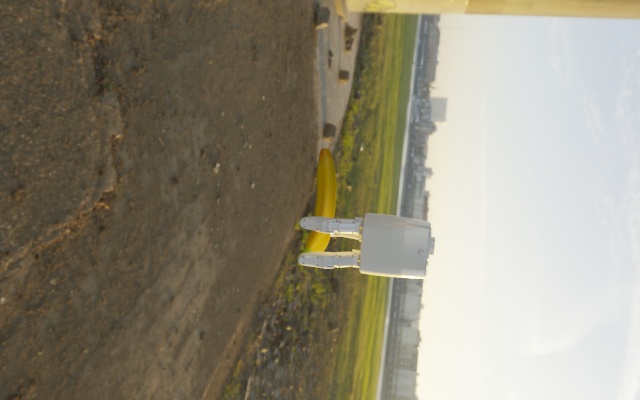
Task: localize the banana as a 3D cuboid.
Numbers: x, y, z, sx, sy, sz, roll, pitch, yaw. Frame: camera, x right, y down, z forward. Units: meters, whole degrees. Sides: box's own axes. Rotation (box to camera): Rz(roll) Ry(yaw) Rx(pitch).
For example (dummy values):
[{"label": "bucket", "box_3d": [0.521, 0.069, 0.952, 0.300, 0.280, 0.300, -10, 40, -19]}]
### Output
[{"label": "banana", "box_3d": [0.004, 0.011, 0.819, 0.037, 0.197, 0.070, 5, -16, 15]}]
